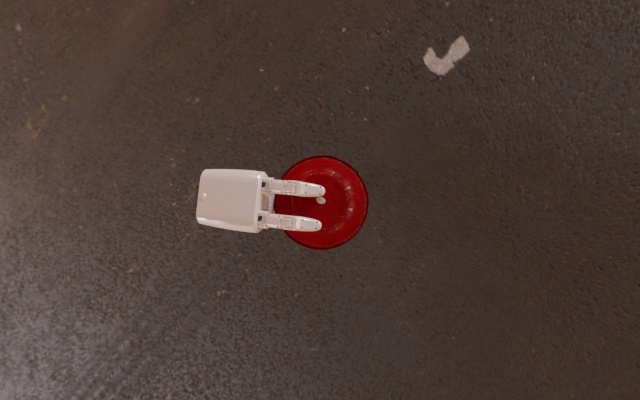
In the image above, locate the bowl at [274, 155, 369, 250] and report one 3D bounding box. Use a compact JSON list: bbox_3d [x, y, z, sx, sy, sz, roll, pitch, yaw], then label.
[{"bbox_3d":[0.001,0.002,0.784,0.162,0.162,0.055,0,-2,3],"label":"bowl"}]
